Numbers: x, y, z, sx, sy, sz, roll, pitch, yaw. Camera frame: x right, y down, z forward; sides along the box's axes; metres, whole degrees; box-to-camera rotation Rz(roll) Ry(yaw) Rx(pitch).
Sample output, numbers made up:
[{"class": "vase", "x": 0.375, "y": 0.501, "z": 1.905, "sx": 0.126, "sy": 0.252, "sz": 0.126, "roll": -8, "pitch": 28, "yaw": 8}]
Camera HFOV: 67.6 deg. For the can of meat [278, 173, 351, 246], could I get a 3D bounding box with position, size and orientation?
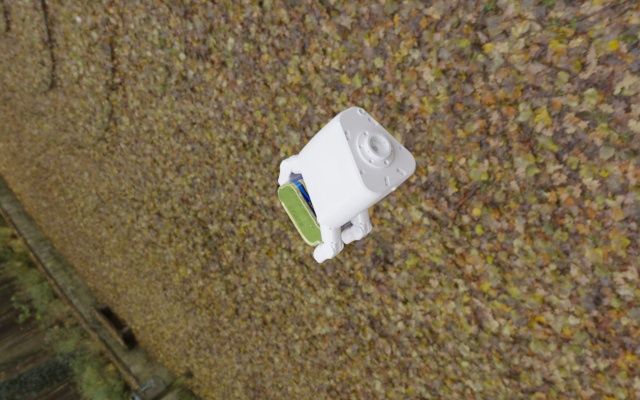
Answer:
[{"class": "can of meat", "x": 0.000, "y": 0.002, "z": 0.675, "sx": 0.084, "sy": 0.102, "sz": 0.057, "roll": -32, "pitch": -1, "yaw": -35}]
